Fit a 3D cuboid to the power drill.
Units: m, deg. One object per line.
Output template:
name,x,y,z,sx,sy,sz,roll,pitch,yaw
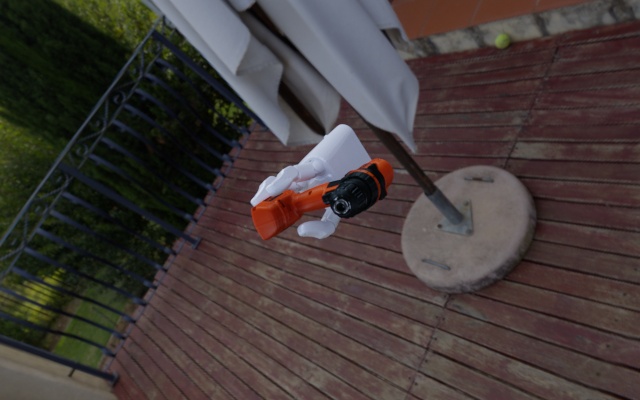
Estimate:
power drill,0.000,0.002,0.664,0.188,0.057,0.184,-17,7,26
